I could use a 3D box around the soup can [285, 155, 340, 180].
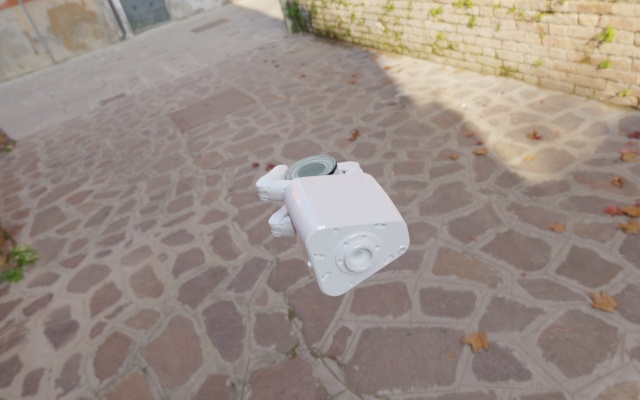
[{"bbox_3d":[0.000,0.001,0.612,0.068,0.102,0.068,-12,31,8],"label":"soup can"}]
